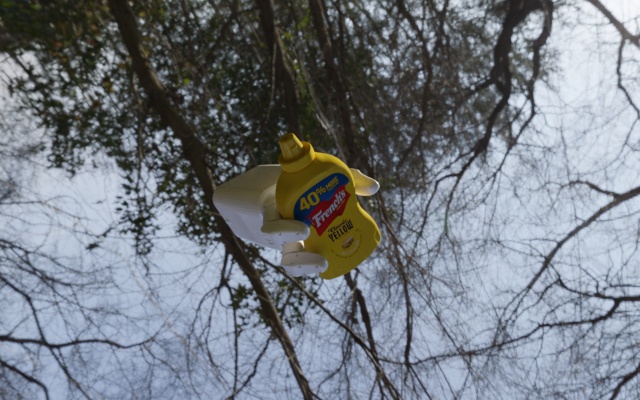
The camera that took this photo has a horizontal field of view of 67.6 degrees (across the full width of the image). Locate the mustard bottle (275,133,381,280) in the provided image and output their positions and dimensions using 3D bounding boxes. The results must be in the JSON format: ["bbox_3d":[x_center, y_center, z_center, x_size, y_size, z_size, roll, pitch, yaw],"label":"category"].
[{"bbox_3d":[0.000,0.002,0.570,0.096,0.192,0.058,-35,34,-10],"label":"mustard bottle"}]
